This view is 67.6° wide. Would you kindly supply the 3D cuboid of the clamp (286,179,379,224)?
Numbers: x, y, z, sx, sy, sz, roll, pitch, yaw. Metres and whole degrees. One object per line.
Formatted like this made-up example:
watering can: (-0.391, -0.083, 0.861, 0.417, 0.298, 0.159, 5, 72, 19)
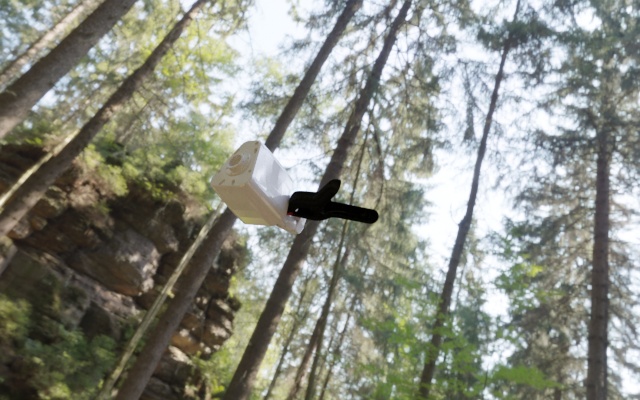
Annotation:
clamp: (0.000, 0.002, 0.799, 0.171, 0.039, 0.120, -2, -36, 34)
